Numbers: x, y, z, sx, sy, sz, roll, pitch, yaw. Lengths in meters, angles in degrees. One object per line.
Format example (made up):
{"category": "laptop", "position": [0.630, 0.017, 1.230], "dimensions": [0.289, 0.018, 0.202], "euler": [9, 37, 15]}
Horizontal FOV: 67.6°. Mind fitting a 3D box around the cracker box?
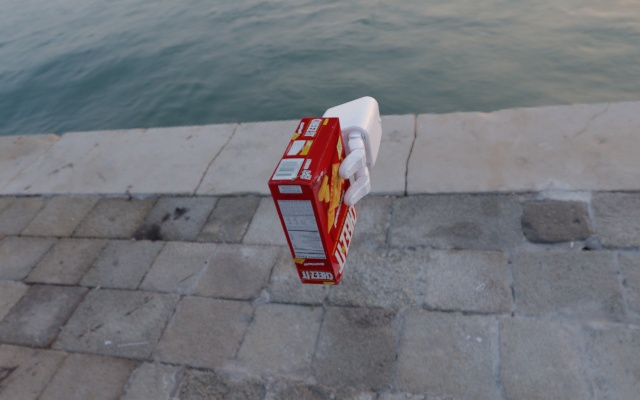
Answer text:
{"category": "cracker box", "position": [0.000, 0.002, 0.749], "dimensions": [0.072, 0.214, 0.164], "euler": [1, 42, 19]}
